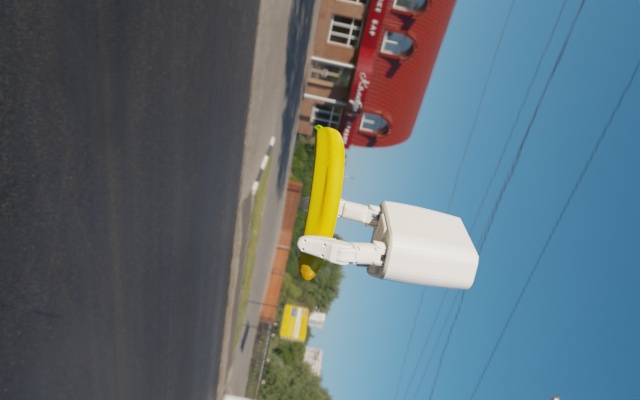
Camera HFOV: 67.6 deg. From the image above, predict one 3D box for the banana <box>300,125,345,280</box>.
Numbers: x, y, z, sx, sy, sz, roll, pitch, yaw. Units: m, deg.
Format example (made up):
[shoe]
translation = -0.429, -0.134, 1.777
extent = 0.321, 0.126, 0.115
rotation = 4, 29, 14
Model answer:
[banana]
translation = 0.003, -0.005, 0.563
extent = 0.037, 0.197, 0.070
rotation = 9, -13, -7
